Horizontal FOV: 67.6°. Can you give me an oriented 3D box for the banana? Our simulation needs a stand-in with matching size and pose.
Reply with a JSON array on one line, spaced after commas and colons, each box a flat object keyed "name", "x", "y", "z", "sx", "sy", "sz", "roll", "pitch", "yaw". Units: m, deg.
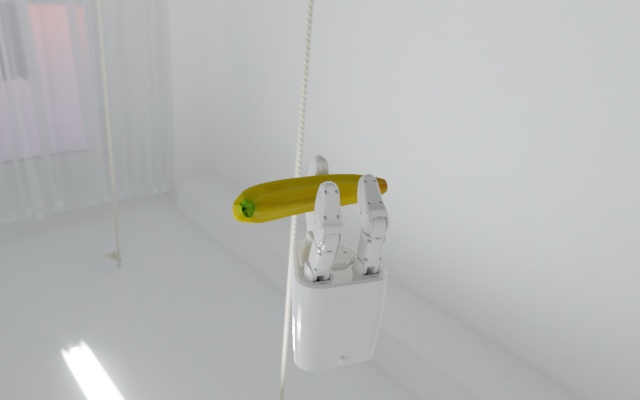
[{"name": "banana", "x": -0.016, "y": -0.002, "z": 0.480, "sx": 0.069, "sy": 0.037, "sz": 0.198, "roll": 16, "pitch": 20, "yaw": 42}]
